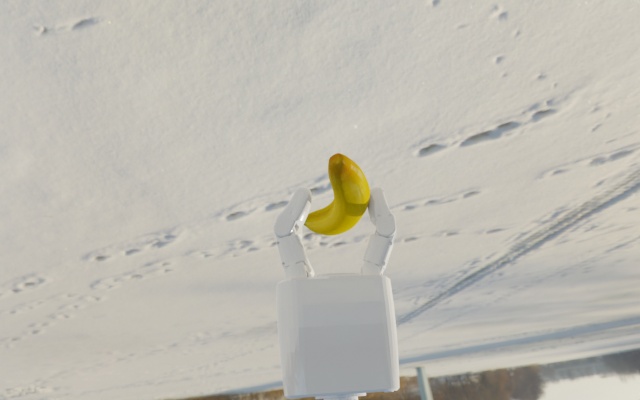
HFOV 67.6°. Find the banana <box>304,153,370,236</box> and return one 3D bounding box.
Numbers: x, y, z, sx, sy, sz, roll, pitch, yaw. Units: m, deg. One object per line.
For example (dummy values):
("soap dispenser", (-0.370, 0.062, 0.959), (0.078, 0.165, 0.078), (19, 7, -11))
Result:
("banana", (0.017, 0.005, 0.522), (0.069, 0.037, 0.198), (6, -23, -15))
